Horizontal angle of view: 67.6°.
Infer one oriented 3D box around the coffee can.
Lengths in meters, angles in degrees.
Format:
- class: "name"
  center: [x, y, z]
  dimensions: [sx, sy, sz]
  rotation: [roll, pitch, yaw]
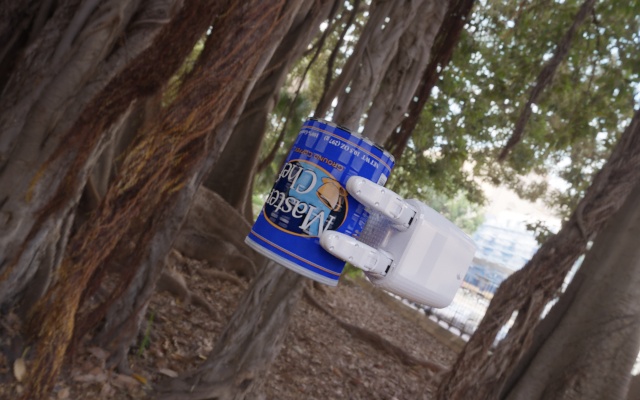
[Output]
- class: "coffee can"
  center: [0.000, 0.002, 0.485]
  dimensions: [0.103, 0.140, 0.103]
  rotation: [26, -3, 1]
